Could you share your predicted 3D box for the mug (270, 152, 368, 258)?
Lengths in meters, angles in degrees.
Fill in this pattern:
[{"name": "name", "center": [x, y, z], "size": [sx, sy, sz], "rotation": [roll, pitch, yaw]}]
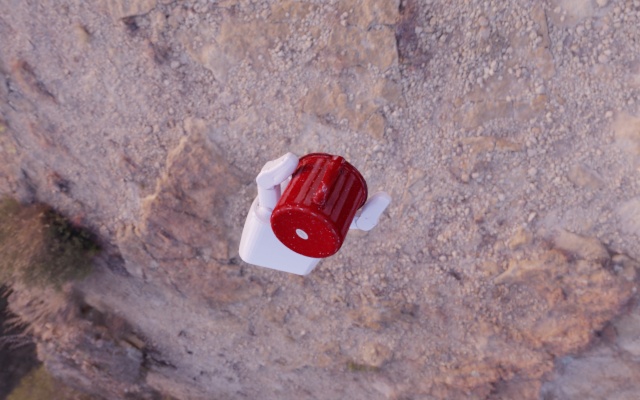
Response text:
[{"name": "mug", "center": [0.001, 0.001, 0.511], "size": [0.093, 0.081, 0.117], "rotation": [27, -41, 0]}]
